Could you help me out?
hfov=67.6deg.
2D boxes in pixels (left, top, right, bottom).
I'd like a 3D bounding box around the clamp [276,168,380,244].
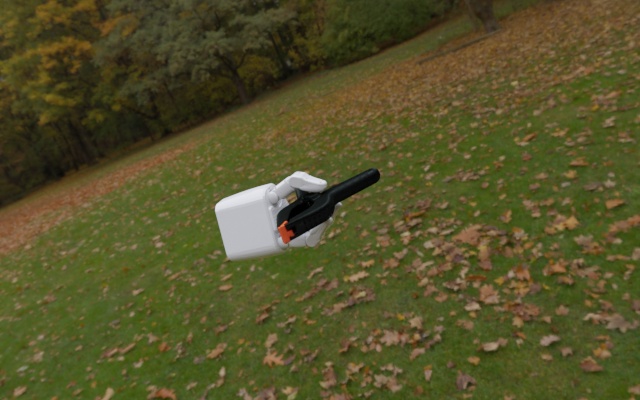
[{"bbox_3d":[-0.001,0.002,0.755,0.164,0.036,0.210,-13,19,25],"label":"clamp"}]
